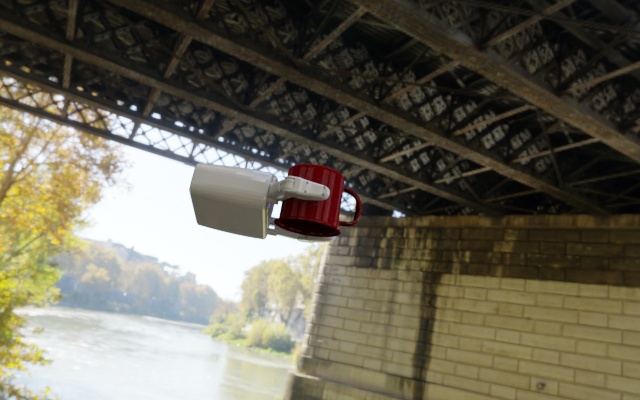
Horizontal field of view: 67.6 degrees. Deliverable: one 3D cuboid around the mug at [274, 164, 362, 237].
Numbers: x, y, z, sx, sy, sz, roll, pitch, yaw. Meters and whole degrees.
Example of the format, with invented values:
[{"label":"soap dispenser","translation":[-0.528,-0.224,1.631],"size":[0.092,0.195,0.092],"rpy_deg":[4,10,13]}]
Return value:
[{"label":"mug","translation":[0.002,0.002,0.665],"size":[0.117,0.081,0.093],"rpy_deg":[10,-16,-1]}]
